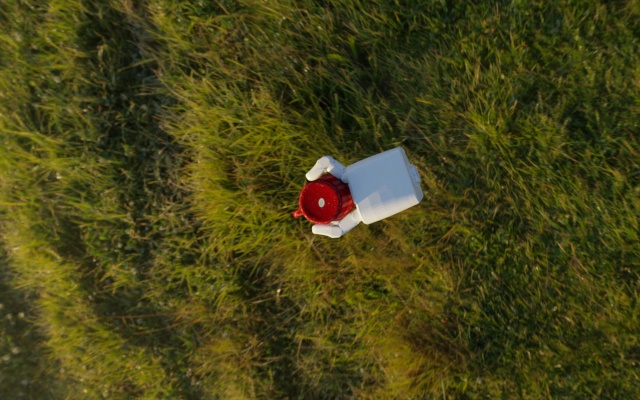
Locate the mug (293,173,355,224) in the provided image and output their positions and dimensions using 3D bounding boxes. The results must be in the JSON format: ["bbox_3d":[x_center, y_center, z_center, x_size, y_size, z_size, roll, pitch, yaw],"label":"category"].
[{"bbox_3d":[-0.001,0.003,0.884,0.117,0.093,0.081,-23,-1,19],"label":"mug"}]
